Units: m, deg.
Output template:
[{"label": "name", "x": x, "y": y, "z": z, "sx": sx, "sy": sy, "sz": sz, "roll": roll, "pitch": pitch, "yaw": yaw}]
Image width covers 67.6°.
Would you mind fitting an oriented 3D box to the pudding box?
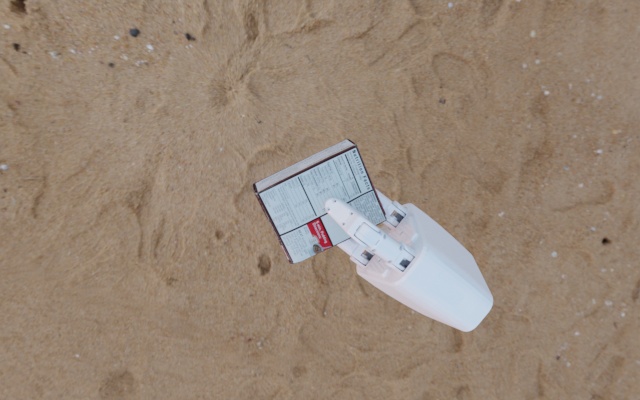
[{"label": "pudding box", "x": 0.000, "y": 0.002, "z": 0.487, "sx": 0.113, "sy": 0.090, "sz": 0.039, "roll": -26, "pitch": 19, "yaw": -5}]
